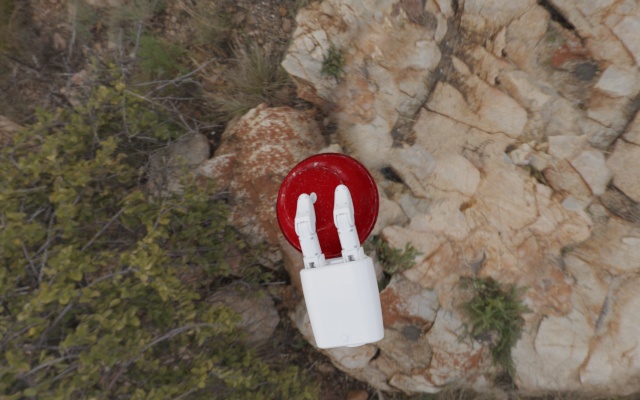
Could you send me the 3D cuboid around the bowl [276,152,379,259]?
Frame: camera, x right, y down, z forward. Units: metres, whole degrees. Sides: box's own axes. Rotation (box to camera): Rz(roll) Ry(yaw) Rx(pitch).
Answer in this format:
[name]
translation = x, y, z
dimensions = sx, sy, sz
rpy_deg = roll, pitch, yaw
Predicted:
[bowl]
translation = -0.001, 0.001, 0.685
dimensions = 0.162, 0.162, 0.055
rpy_deg = 0, -10, 19
